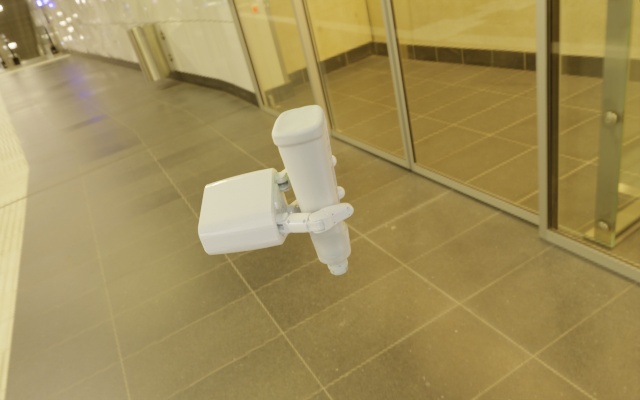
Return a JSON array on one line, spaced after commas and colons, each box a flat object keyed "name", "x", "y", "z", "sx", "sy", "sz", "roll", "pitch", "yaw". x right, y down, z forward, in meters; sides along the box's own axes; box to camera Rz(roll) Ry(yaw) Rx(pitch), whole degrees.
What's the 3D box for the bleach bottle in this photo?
[{"name": "bleach bottle", "x": 0.000, "y": 0.002, "z": 0.665, "sx": 0.068, "sy": 0.251, "sz": 0.102, "roll": -11, "pitch": 28, "yaw": 7}]
